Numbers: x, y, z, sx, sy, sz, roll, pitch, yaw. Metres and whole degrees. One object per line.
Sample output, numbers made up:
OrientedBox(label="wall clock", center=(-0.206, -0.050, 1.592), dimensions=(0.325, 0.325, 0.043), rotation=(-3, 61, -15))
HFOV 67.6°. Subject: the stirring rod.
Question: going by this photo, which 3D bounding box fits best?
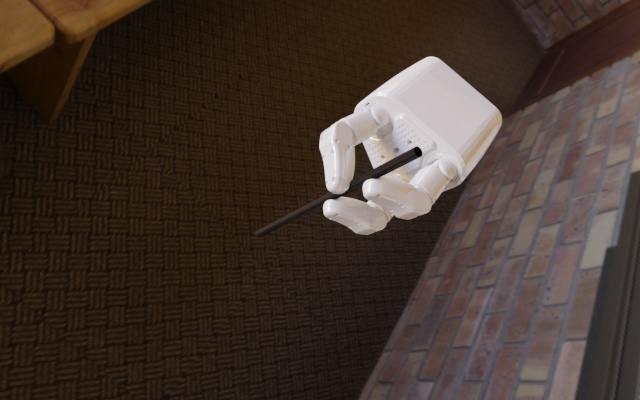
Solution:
OrientedBox(label="stirring rod", center=(0.000, 0.001, 0.421), dimensions=(0.011, 0.011, 0.239), rotation=(0, -17, -36))
